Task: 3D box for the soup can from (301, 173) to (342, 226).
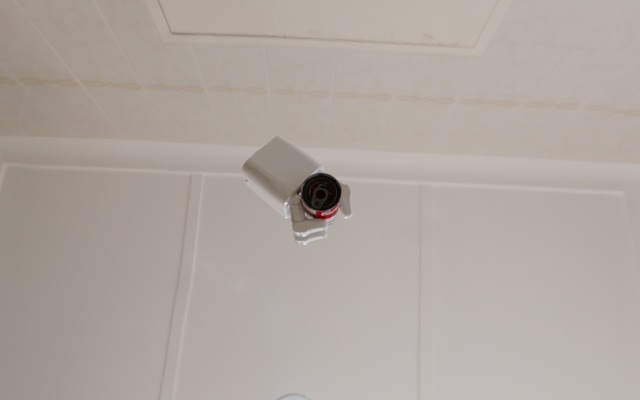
[{"bbox_3d":[0.001,0.003,0.831,0.068,0.068,0.102,0,-20,-1],"label":"soup can"}]
